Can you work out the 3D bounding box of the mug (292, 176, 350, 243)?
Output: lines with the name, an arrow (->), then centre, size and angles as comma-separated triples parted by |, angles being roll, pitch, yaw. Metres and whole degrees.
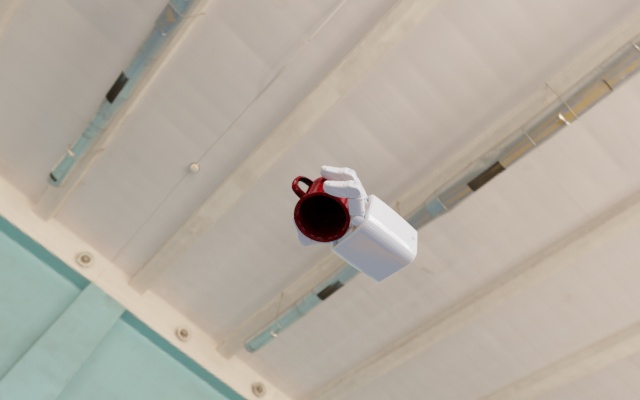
mug -> -0.001, 0.002, 0.800 | 0.117, 0.093, 0.081 | 38, 29, -9
